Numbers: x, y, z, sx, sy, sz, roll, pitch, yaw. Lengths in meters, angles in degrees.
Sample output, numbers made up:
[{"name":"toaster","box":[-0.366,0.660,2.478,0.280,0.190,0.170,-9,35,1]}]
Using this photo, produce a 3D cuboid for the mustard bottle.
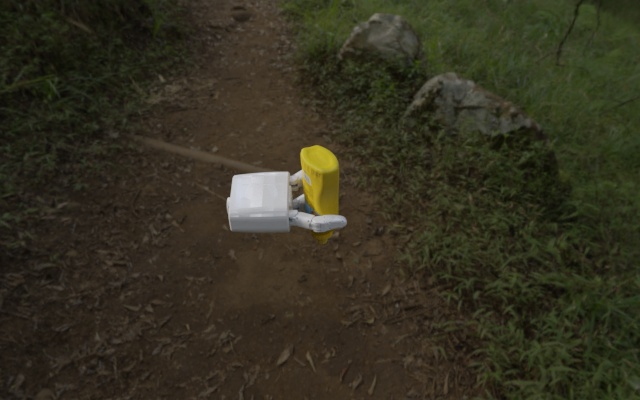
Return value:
[{"name":"mustard bottle","box":[0.000,0.003,0.877,0.058,0.192,0.096,-16,38,-20]}]
